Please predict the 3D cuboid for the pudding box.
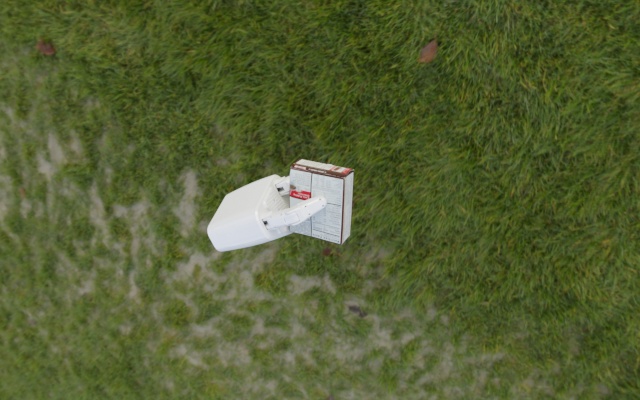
[{"bbox_3d":[0.000,0.002,0.707,0.090,0.113,0.039,12,30,20],"label":"pudding box"}]
